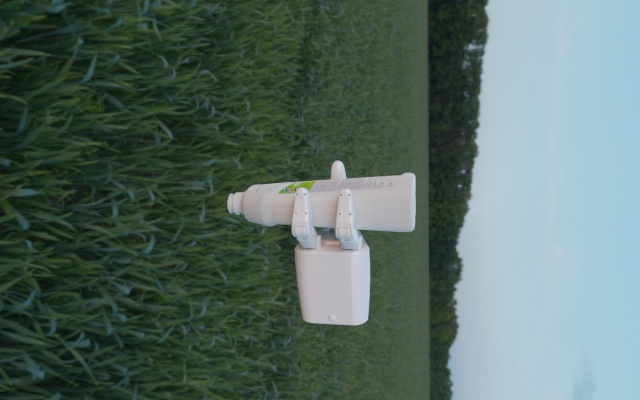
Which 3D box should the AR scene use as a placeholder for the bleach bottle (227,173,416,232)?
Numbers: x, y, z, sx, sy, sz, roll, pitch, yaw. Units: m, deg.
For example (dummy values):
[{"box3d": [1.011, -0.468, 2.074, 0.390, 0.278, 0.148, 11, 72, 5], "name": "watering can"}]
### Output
[{"box3d": [0.000, 0.002, 0.646, 0.251, 0.068, 0.102, 0, 14, 12], "name": "bleach bottle"}]
